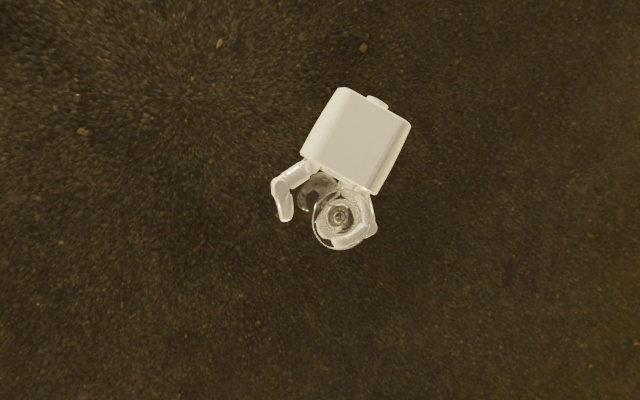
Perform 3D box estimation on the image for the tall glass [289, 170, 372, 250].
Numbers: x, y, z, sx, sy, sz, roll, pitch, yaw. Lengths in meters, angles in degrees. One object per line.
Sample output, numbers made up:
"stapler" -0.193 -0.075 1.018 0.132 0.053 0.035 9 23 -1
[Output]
"tall glass" 0.000 0.002 0.652 0.079 0.079 0.201 0 11 -16
